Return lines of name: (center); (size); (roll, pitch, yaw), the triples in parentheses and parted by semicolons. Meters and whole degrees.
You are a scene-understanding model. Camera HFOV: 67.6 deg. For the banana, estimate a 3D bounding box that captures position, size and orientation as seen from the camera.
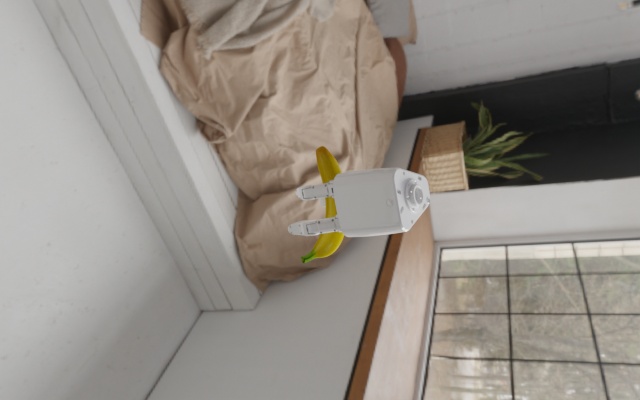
banana: (0.015, 0.009, 0.797); (0.069, 0.197, 0.037); (13, -11, -32)
